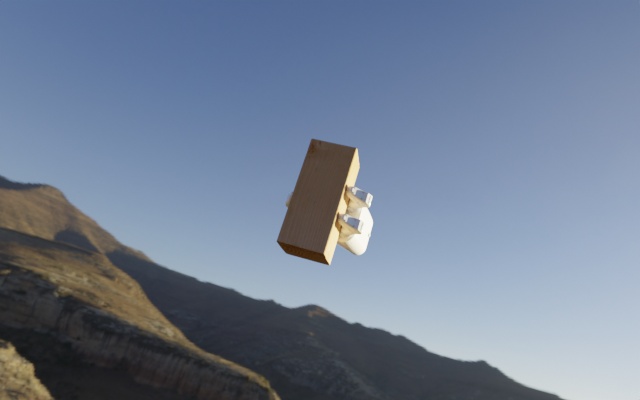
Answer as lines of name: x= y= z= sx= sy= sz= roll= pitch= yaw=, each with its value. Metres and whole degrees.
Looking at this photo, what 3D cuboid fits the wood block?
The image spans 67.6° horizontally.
wood block: x=0.000 y=0.003 z=0.887 sx=0.091 sy=0.206 sz=0.090 roll=13 pitch=-18 yaw=13
